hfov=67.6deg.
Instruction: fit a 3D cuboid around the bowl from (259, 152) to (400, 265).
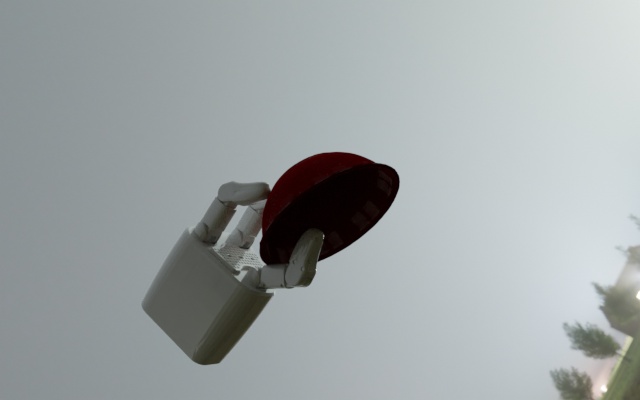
[{"bbox_3d":[0.001,0.001,0.494,0.162,0.055,0.162,-25,-29,-15],"label":"bowl"}]
